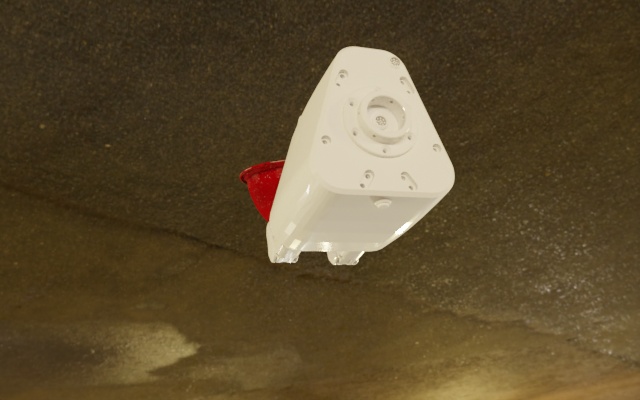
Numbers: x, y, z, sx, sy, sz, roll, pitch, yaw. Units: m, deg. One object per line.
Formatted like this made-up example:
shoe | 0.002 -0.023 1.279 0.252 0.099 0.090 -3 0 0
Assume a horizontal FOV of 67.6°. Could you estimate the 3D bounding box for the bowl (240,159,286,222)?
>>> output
bowl | 0.000 0.002 0.482 0.162 0.055 0.162 -1 -9 0
